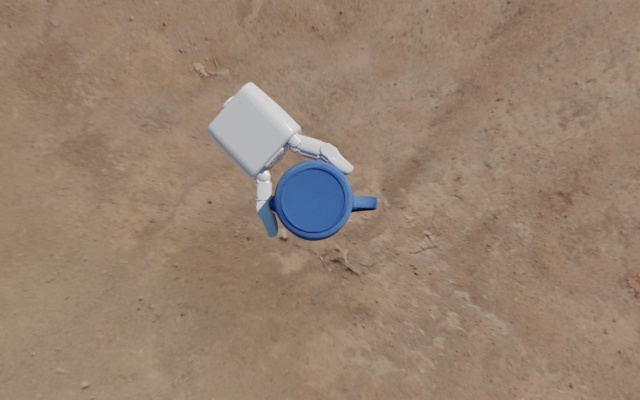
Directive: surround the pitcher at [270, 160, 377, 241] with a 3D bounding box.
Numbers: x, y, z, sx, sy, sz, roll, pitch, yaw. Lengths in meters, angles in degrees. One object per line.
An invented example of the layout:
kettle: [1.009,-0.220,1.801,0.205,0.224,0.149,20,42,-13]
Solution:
pitcher: [0.000,0.002,0.757,0.149,0.145,0.243,-43,-1,-2]
